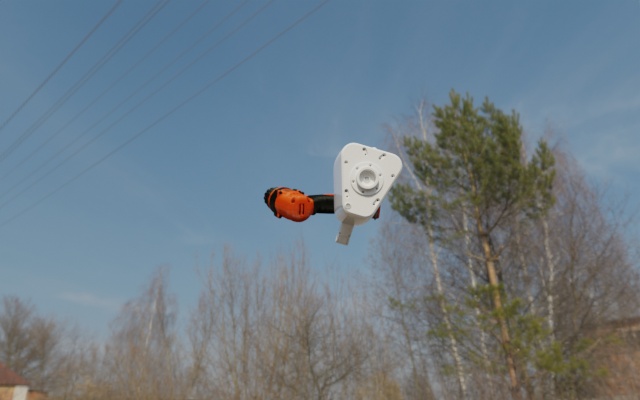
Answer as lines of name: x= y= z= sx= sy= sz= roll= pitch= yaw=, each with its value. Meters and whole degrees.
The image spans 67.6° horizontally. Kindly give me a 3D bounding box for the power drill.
power drill: x=0.001 y=0.003 z=0.868 sx=0.187 sy=0.057 sz=0.184 roll=-3 pitch=10 yaw=-20
